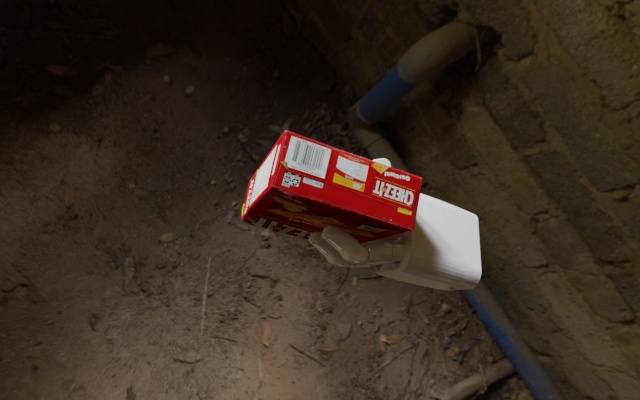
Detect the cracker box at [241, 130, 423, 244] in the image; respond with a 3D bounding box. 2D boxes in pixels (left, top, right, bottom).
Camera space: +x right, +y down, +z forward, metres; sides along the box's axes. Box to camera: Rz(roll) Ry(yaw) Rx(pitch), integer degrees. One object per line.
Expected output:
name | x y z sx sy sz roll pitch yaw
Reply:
cracker box | 0.000 0.002 0.594 0.164 0.072 0.214 17 -17 -14
